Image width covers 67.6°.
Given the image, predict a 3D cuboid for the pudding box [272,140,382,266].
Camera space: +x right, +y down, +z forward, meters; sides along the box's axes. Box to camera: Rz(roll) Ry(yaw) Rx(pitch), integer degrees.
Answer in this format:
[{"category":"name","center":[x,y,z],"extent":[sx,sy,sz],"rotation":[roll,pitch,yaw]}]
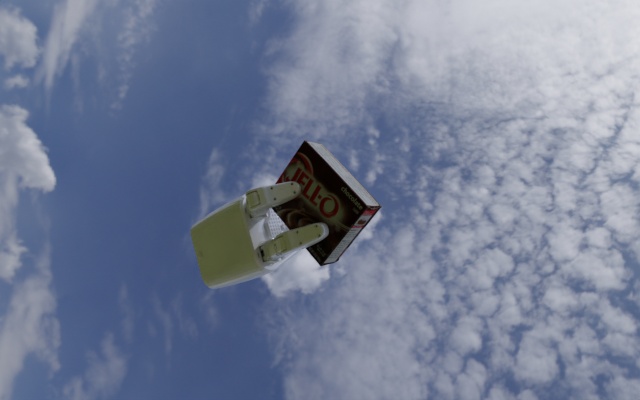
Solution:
[{"category":"pudding box","center":[0.000,0.002,0.536],"extent":[0.113,0.090,0.039],"rotation":[47,26,23]}]
